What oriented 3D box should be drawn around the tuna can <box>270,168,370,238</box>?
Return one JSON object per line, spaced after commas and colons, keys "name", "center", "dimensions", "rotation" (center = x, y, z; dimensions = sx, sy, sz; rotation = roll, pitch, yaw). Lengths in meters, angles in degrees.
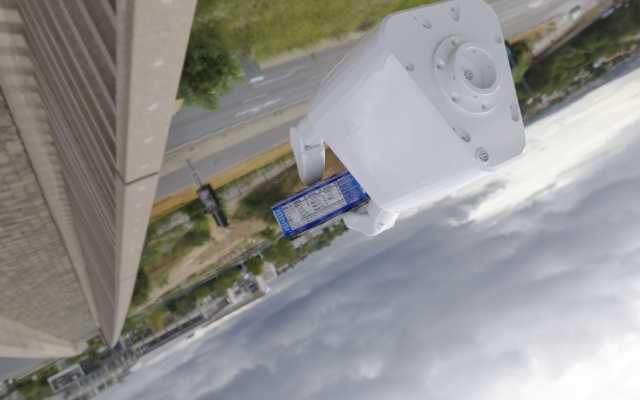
{"name": "tuna can", "center": [0.000, 0.002, 0.429], "dimensions": [0.086, 0.034, 0.086], "rotation": [-26, 1, 0]}
